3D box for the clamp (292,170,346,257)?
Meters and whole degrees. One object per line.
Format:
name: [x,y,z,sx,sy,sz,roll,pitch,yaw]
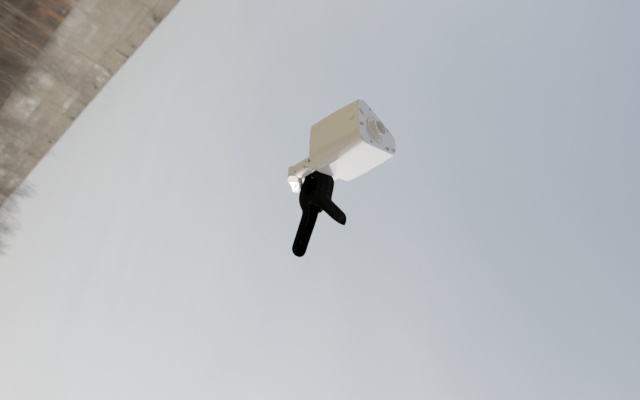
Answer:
clamp: [0.000,0.003,0.807,0.120,0.171,0.039,-27,-44,35]
